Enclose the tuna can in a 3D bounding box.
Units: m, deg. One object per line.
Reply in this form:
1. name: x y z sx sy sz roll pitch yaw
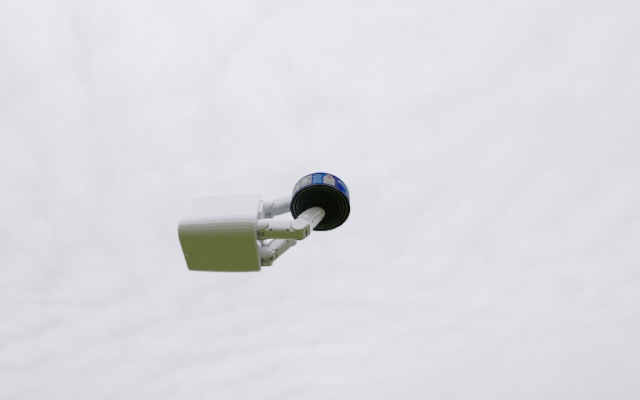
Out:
1. tuna can: 0.000 0.002 0.684 0.086 0.086 0.033 0 38 2
